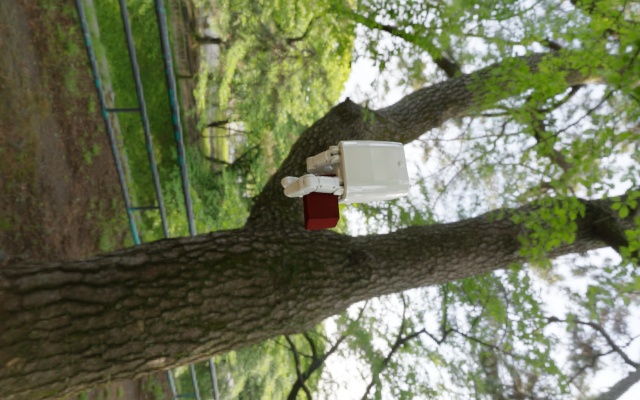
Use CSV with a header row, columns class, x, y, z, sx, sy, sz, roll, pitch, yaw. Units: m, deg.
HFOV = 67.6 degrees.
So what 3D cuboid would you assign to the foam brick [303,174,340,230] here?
class,x,y,z,sx,sy,sz,roll,pitch,yaw
foam brick,0.000,0.003,0.771,0.051,0.078,0.053,-1,-21,-9
